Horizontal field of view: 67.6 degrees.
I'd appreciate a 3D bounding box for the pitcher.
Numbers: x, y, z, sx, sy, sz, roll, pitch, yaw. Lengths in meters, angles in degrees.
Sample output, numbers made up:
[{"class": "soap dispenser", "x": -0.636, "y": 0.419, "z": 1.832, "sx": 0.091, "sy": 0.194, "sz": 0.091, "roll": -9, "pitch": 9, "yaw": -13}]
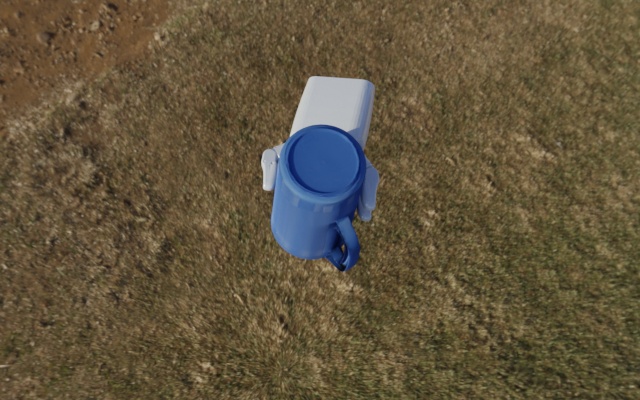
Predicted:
[{"class": "pitcher", "x": 0.000, "y": 0.002, "z": 0.682, "sx": 0.149, "sy": 0.145, "sz": 0.243, "roll": 15, "pitch": -20, "yaw": 1}]
